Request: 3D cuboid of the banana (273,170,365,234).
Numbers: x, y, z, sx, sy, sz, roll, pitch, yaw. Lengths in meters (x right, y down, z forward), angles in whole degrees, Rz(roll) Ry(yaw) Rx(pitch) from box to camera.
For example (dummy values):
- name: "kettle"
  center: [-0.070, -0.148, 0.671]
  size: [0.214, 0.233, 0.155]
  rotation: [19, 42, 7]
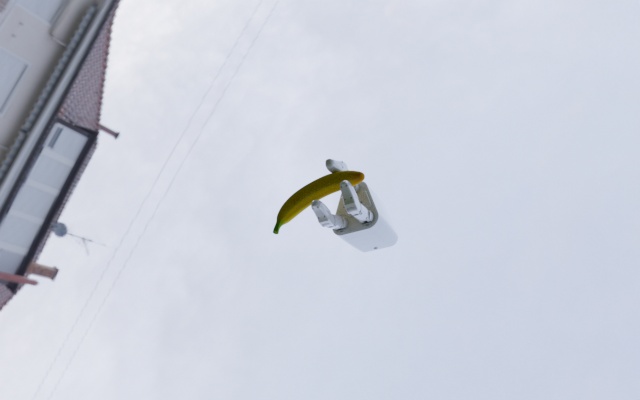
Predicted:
- name: "banana"
  center: [-0.008, -0.008, 0.890]
  size: [0.198, 0.069, 0.037]
  rotation: [-34, -44, 10]
